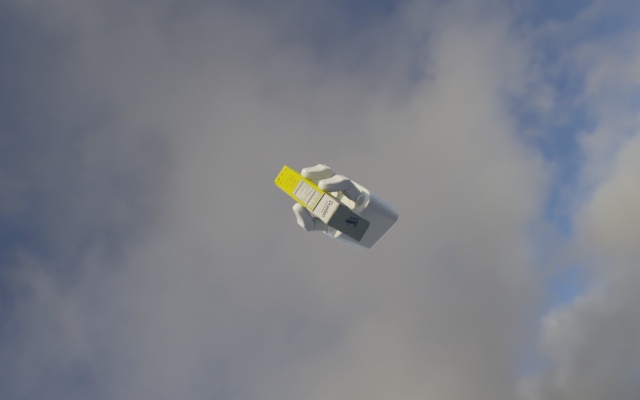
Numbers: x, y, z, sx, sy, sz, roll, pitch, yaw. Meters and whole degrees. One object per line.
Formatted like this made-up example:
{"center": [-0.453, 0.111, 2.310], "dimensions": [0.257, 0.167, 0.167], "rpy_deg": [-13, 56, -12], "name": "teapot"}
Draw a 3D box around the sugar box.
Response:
{"center": [0.000, 0.002, 0.837], "dimensions": [0.093, 0.048, 0.176], "rpy_deg": [31, 1, -43], "name": "sugar box"}
